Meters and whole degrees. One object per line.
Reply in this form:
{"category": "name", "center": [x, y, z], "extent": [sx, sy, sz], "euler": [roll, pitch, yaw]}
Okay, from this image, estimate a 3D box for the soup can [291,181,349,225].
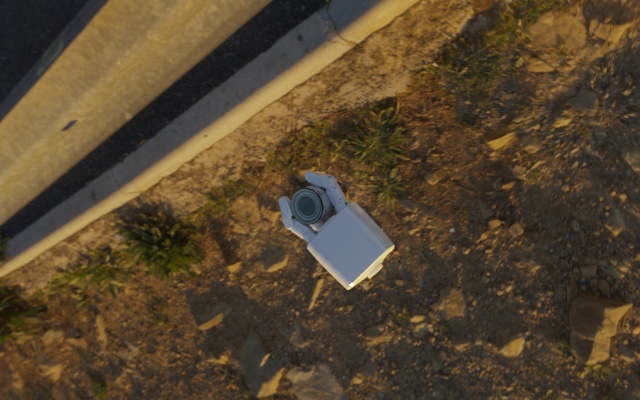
{"category": "soup can", "center": [0.000, 0.002, 0.877], "extent": [0.068, 0.068, 0.102], "euler": [0, 10, 31]}
